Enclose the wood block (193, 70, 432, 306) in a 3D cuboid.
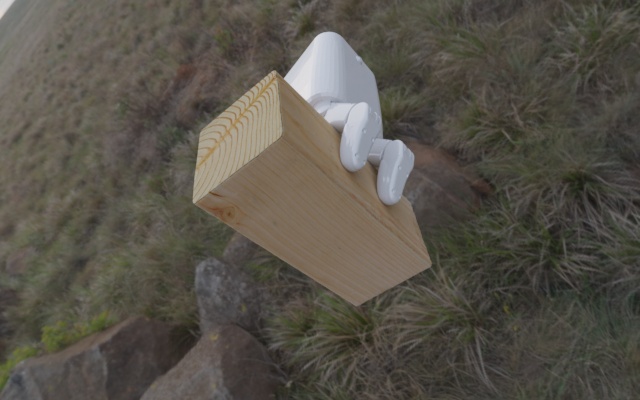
[{"bbox_3d":[0.000,0.001,0.421,0.091,0.090,0.206,-33,-49,23],"label":"wood block"}]
